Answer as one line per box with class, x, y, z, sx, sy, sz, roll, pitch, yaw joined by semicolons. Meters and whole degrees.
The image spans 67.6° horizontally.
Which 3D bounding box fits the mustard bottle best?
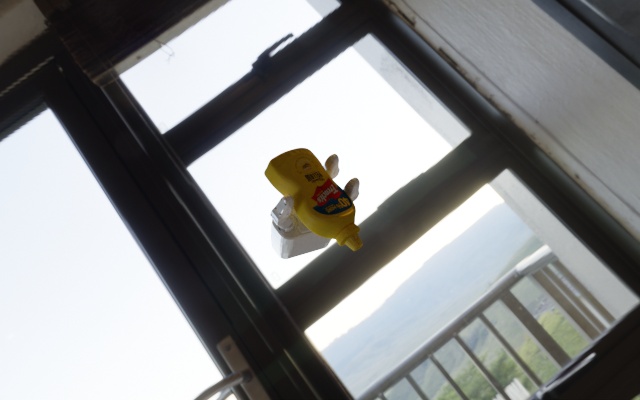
mustard bottle;0.000;0.002;0.758;0.096;0.191;0.058;-21;-26;-44
